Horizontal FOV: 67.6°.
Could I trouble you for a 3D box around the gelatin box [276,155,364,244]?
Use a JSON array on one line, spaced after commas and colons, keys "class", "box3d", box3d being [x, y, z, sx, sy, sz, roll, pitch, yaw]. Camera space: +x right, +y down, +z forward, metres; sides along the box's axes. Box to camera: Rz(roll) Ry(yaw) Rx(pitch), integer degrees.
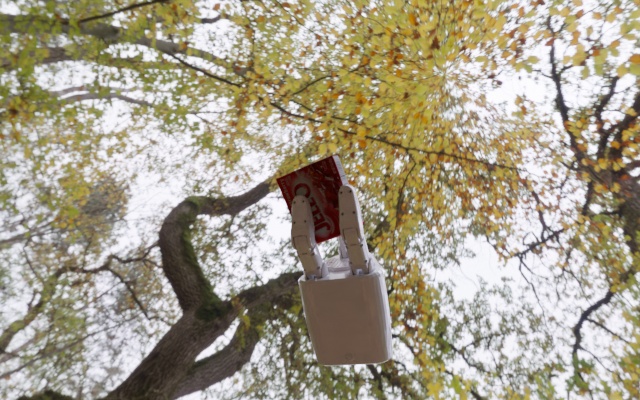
[{"class": "gelatin box", "box3d": [0.000, 0.001, 0.549, 0.073, 0.089, 0.030, -22, 0, 17]}]
